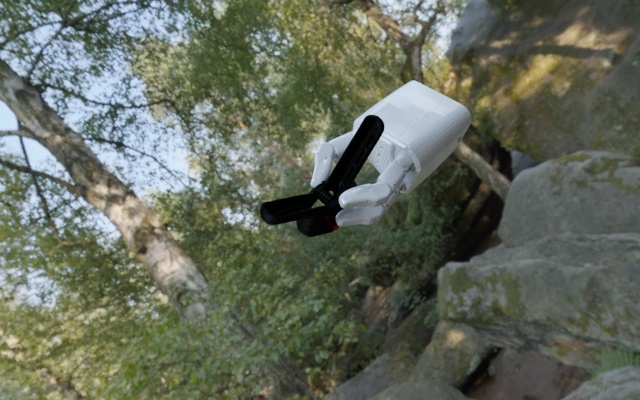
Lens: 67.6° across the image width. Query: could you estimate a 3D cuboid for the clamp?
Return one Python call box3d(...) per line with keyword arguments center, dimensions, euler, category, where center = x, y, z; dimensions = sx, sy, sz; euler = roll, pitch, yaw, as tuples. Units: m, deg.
box3d(center=(0.000, 0.001, 0.573), dimensions=(0.164, 0.036, 0.210), euler=(-38, -18, -18), category="clamp")
